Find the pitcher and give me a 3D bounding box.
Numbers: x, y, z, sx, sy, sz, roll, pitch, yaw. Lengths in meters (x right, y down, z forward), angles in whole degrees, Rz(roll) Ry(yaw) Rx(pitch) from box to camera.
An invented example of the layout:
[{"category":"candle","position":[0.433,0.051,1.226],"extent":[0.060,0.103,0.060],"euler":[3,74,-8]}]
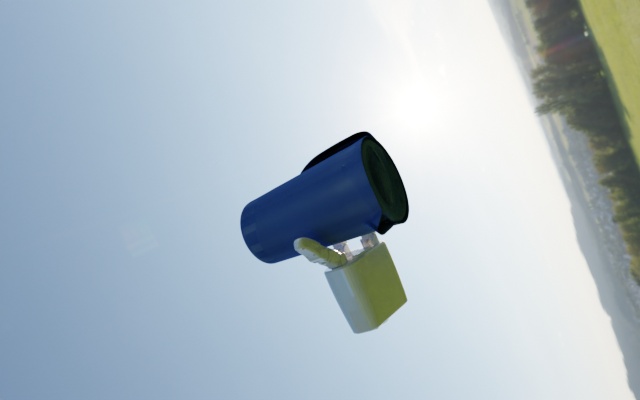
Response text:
[{"category":"pitcher","position":[0.000,0.003,0.726],"extent":[0.243,0.145,0.149],"euler":[-23,4,28]}]
